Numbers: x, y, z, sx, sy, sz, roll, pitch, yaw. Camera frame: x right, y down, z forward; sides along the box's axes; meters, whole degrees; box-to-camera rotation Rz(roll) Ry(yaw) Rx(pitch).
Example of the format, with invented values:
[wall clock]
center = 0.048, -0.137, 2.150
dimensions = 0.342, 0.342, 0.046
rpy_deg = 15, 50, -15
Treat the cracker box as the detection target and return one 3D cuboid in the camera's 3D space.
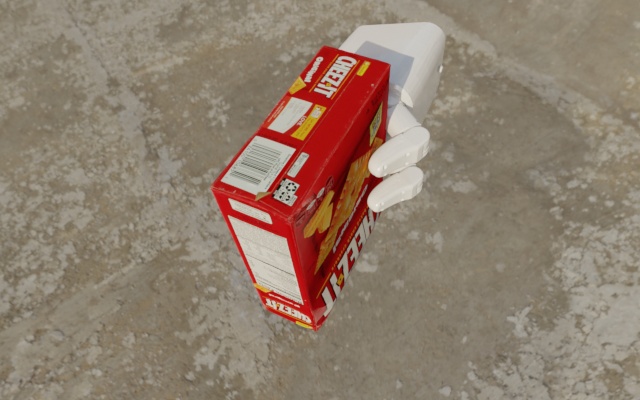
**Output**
[cracker box]
center = 0.000, 0.001, 0.431
dimensions = 0.072, 0.164, 0.214
rpy_deg = 22, -30, 19
